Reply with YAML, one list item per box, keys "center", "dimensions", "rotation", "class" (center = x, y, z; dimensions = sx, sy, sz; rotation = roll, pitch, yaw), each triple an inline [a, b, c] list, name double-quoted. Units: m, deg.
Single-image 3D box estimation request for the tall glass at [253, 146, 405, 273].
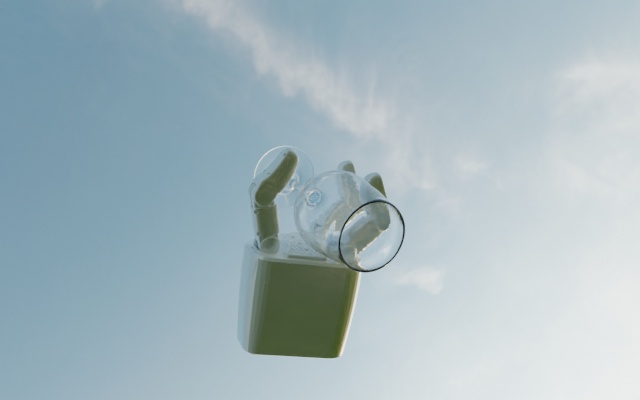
- center: [0.000, 0.001, 0.464]
  dimensions: [0.079, 0.079, 0.201]
  rotation: [0, 16, -26]
  class: "tall glass"
